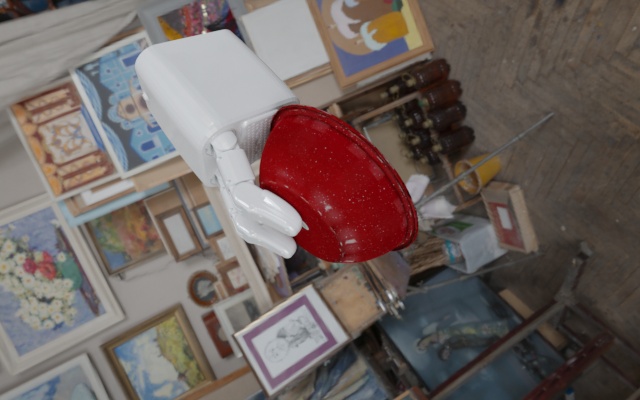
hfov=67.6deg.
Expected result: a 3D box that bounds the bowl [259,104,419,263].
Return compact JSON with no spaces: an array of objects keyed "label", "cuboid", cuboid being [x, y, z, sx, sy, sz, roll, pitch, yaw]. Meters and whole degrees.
[{"label":"bowl","cuboid":[0.001,0.002,0.402,0.055,0.162,0.162,-46,22,-24]}]
